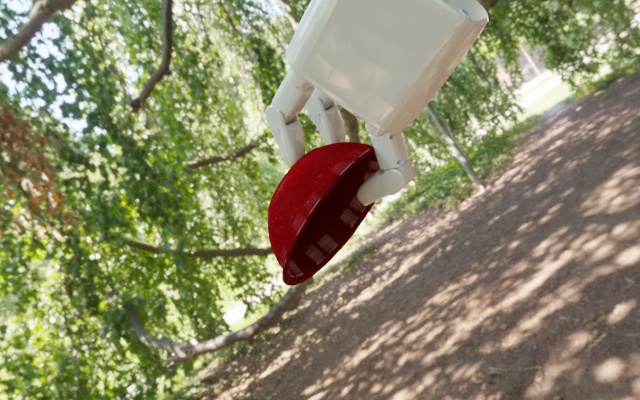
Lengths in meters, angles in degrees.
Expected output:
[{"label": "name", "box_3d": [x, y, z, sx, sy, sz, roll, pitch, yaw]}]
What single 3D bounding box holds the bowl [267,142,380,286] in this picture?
[{"label": "bowl", "box_3d": [-0.001, 0.002, 0.459, 0.055, 0.162, 0.162, 36, 13, 19]}]
